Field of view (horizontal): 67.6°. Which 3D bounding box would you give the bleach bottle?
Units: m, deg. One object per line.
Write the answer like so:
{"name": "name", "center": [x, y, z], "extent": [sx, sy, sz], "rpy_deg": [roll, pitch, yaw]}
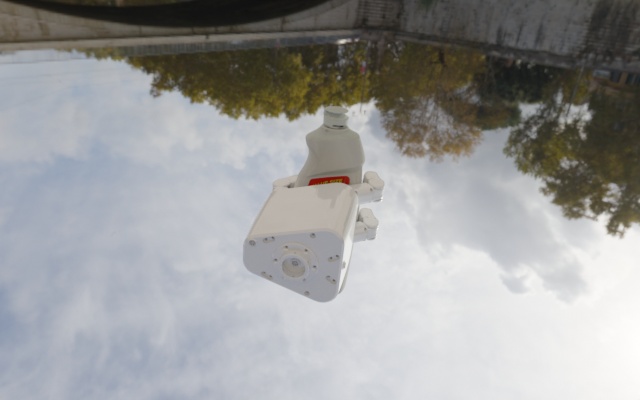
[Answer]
{"name": "bleach bottle", "center": [0.000, 0.002, 0.625], "extent": [0.102, 0.251, 0.068], "rpy_deg": [9, 27, 6]}
